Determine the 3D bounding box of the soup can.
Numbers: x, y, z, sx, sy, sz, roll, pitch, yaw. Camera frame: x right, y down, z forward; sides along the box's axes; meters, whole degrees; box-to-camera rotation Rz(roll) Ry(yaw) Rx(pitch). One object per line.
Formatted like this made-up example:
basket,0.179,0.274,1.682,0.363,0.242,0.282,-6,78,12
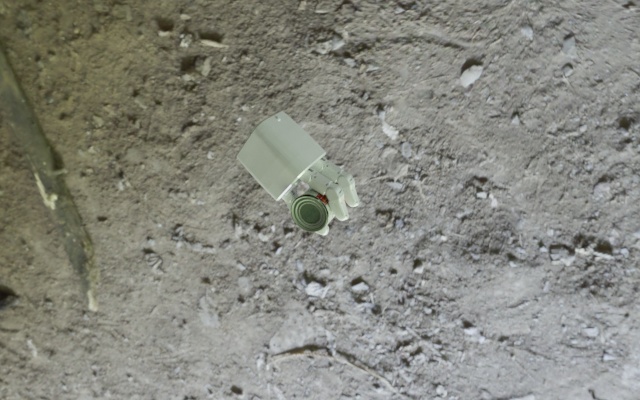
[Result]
soup can,0.000,0.003,0.810,0.068,0.068,0.102,0,23,24
